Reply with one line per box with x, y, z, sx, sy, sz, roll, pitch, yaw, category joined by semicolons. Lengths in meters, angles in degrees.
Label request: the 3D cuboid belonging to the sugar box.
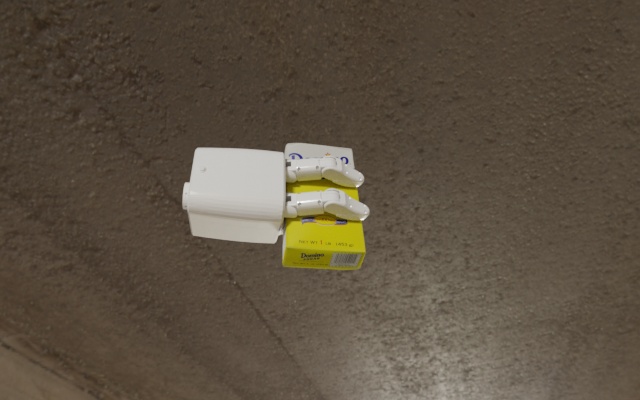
0.000;0.002;0.598;0.093;0.176;0.048;4;-40;-10;sugar box
